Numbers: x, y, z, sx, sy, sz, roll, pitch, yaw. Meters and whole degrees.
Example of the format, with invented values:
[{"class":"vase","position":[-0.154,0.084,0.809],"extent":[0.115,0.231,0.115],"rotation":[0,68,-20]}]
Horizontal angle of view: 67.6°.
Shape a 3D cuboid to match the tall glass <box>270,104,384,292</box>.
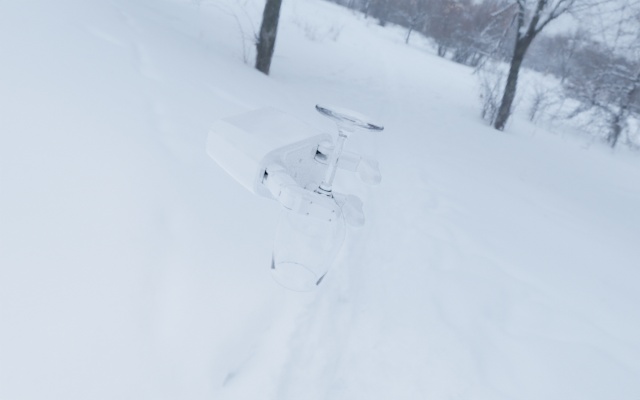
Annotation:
[{"class":"tall glass","position":[0.000,0.001,0.524],"extent":[0.079,0.201,0.079],"rotation":[16,22,-7]}]
